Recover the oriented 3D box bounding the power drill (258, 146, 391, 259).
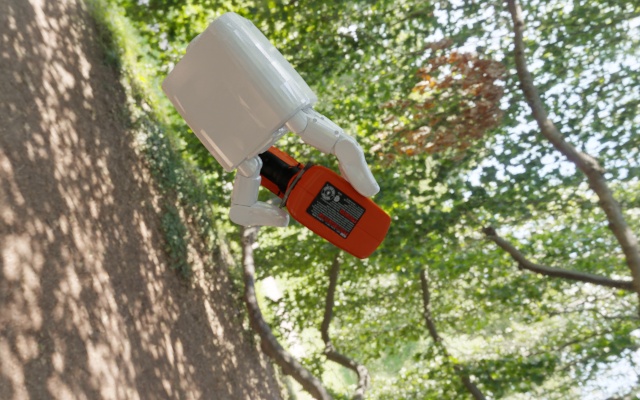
[{"bbox_3d":[0.000,0.002,0.530,0.184,0.057,0.187,33,-1,-24],"label":"power drill"}]
